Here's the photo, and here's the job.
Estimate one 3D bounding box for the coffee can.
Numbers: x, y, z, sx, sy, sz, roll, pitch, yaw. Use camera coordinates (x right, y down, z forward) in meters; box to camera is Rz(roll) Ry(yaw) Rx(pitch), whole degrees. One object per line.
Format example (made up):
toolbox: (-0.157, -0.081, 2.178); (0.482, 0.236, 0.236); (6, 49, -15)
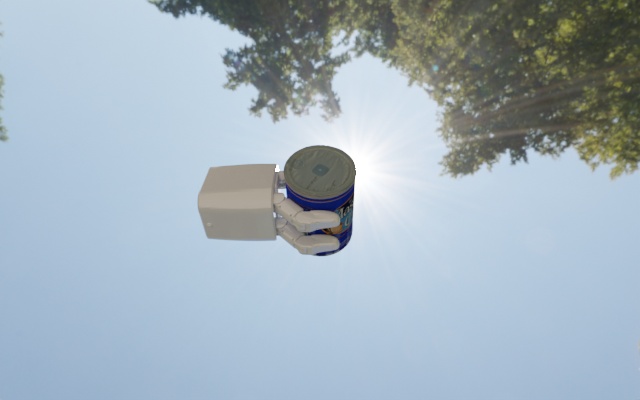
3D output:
coffee can: (0.000, 0.002, 0.717); (0.103, 0.102, 0.140); (0, -41, 1)
